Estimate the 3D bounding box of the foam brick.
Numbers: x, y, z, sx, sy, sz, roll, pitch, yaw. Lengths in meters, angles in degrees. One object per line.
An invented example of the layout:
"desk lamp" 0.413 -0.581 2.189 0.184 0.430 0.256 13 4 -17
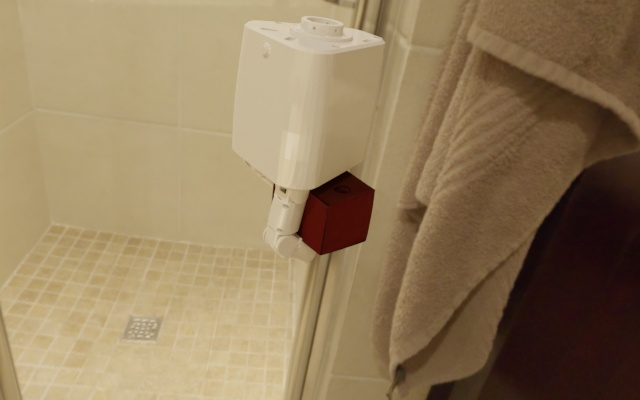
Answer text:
"foam brick" 0.000 0.002 0.413 0.053 0.051 0.078 -16 38 -37
